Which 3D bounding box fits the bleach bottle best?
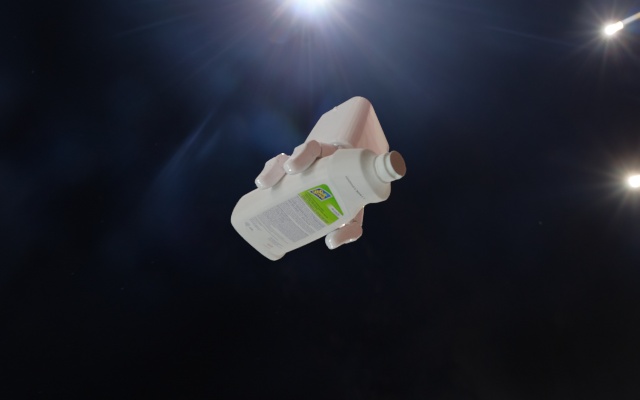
[{"bbox_3d":[0.000,0.002,0.592,0.251,0.068,0.103,-22,-56,41],"label":"bleach bottle"}]
